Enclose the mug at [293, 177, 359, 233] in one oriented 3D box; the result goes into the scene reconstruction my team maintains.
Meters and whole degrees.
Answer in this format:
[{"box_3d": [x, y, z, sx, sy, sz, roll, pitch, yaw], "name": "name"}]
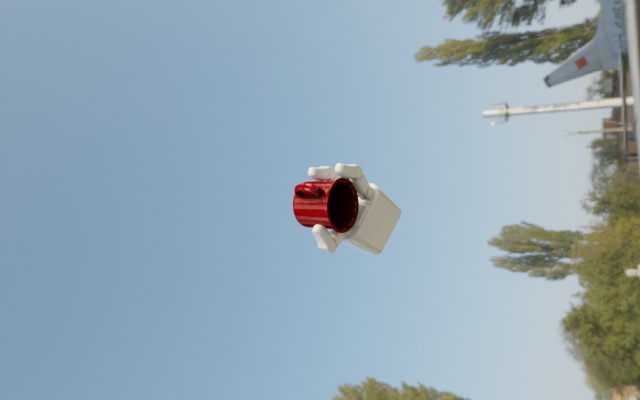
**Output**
[{"box_3d": [-0.001, 0.002, 0.807, 0.081, 0.093, 0.117, 1, -22, 38], "name": "mug"}]
